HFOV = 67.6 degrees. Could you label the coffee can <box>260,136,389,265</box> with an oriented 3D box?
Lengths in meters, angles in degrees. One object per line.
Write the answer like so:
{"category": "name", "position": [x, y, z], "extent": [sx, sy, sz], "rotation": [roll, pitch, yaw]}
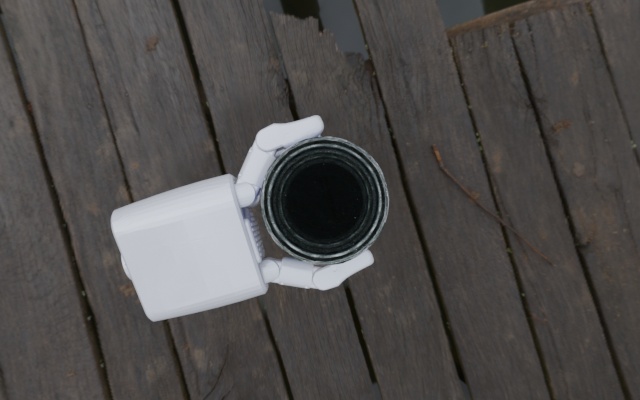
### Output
{"category": "coffee can", "position": [0.000, 0.001, 0.445], "extent": [0.103, 0.103, 0.140], "rotation": [0, -1, -3]}
